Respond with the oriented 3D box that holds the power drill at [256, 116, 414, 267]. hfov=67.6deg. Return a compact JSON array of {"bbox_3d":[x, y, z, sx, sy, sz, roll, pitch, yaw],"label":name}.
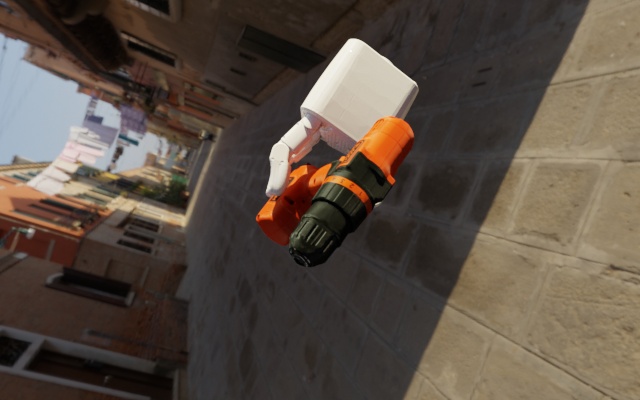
[{"bbox_3d":[0.000,0.002,0.513,0.184,0.057,0.188,-50,16,-27],"label":"power drill"}]
